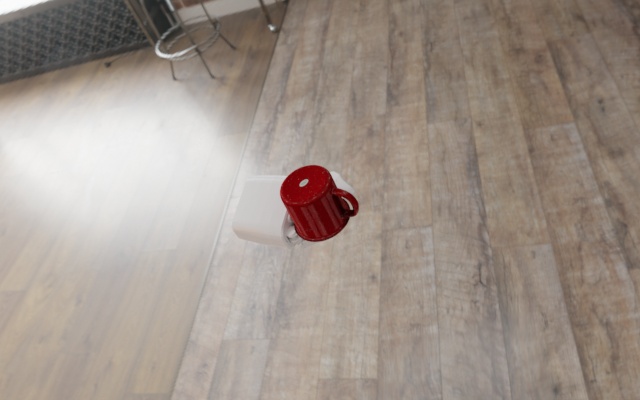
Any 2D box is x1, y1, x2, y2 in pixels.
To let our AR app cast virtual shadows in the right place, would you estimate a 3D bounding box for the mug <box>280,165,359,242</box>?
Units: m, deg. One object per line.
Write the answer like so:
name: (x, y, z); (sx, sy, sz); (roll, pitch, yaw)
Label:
mug: (0.001, 0.002, 0.709); (0.117, 0.093, 0.082); (5, -38, 29)
